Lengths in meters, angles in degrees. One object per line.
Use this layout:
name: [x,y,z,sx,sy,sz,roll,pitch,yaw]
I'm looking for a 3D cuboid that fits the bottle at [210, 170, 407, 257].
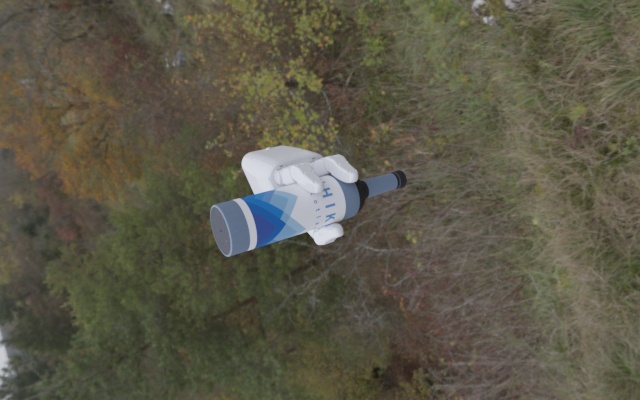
bottle: [0.000,0.002,0.659,0.295,0.069,0.069,-16,8,-29]
